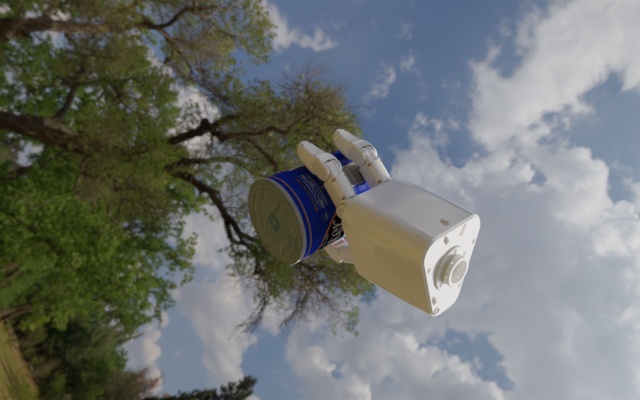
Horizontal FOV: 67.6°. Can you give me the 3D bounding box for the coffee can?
[{"bbox_3d":[0.000,0.002,0.571,0.140,0.103,0.103,-24,14,-34],"label":"coffee can"}]
